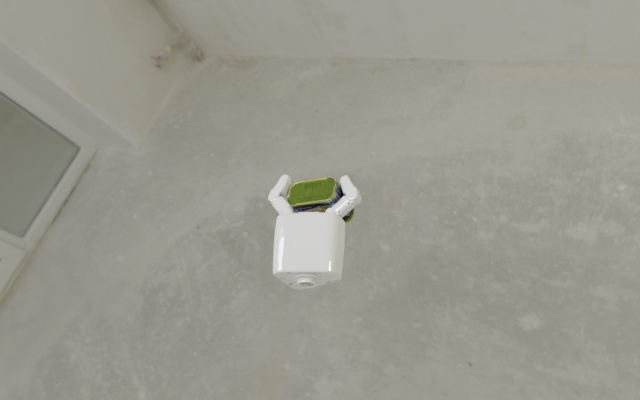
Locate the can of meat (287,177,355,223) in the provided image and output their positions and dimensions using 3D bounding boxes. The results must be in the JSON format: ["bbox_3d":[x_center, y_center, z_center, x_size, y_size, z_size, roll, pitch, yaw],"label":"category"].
[{"bbox_3d":[0.000,0.003,0.870,0.102,0.057,0.084,-8,-31,24],"label":"can of meat"}]
